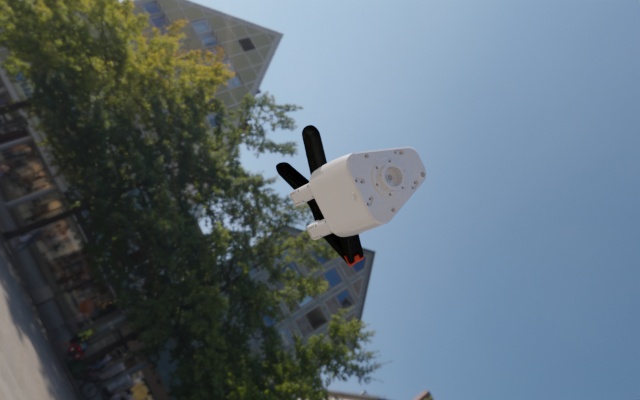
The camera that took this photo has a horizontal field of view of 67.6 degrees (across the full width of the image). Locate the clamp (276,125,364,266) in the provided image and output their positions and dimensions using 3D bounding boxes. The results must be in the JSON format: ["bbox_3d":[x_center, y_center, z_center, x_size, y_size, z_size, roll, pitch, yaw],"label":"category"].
[{"bbox_3d":[0.001,0.002,0.730,0.036,0.210,0.164,-27,2,-24],"label":"clamp"}]
